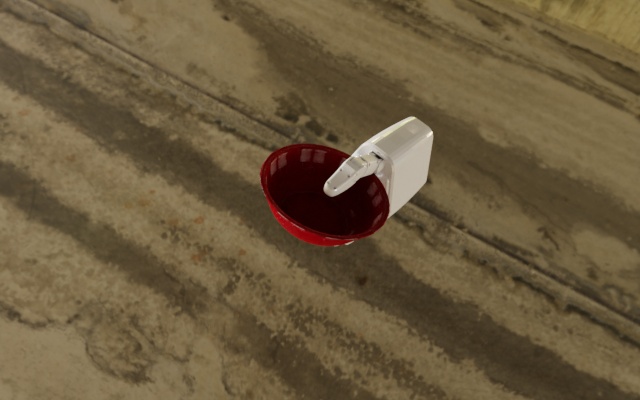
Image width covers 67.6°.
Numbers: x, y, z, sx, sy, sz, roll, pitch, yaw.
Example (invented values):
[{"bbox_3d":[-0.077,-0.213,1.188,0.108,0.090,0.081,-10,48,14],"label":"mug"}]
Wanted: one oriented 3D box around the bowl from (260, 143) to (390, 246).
[{"bbox_3d":[-0.001,0.003,0.585,0.162,0.162,0.055,0,-44,-24],"label":"bowl"}]
